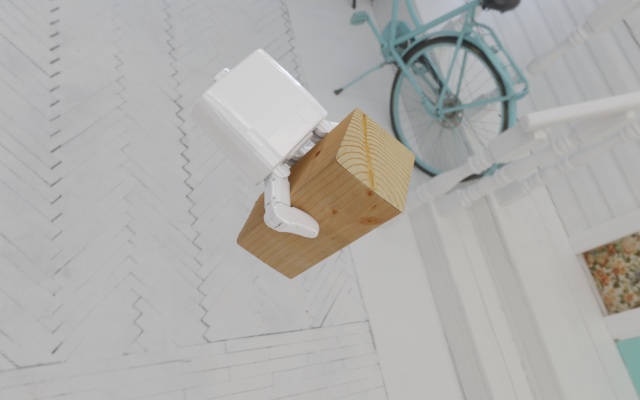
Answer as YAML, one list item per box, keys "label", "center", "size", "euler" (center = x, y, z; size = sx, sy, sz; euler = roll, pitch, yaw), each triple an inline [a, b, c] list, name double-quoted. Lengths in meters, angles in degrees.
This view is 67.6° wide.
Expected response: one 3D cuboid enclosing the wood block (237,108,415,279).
- label: "wood block"
  center: [0.000, 0.002, 0.553]
  size: [0.090, 0.090, 0.206]
  euler: [36, -43, -16]
